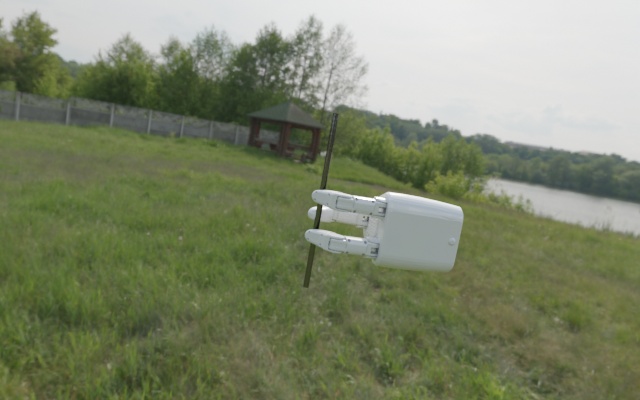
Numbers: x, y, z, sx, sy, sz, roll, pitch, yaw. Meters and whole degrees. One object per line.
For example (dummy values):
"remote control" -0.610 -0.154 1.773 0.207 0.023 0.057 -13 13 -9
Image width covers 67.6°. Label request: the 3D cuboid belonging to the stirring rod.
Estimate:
"stirring rod" 0.000 0.002 0.649 0.011 0.239 0.011 10 7 -1
